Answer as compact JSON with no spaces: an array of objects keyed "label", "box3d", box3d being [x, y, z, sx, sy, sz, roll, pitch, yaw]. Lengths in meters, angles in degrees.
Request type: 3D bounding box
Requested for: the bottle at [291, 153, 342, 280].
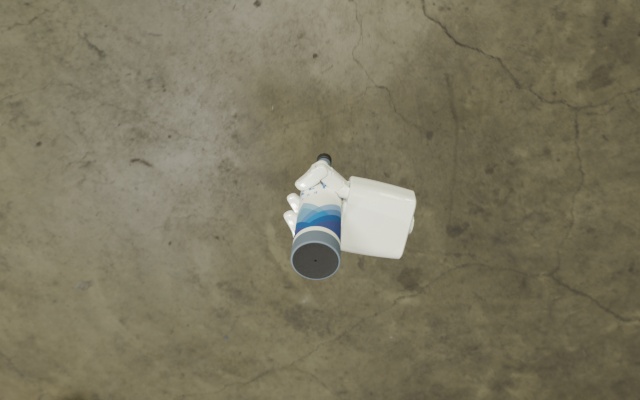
[{"label":"bottle","box3d":[0.000,0.003,0.756,0.069,0.069,0.295,0,32,3]}]
